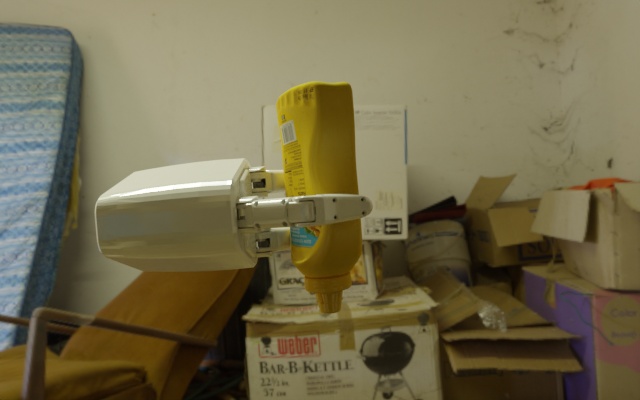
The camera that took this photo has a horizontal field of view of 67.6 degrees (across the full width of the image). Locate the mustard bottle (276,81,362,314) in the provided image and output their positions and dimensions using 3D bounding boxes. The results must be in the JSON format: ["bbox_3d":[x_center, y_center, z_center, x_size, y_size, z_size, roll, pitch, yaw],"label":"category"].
[{"bbox_3d":[0.000,0.001,0.414,0.058,0.191,0.096,-5,1,-24],"label":"mustard bottle"}]
